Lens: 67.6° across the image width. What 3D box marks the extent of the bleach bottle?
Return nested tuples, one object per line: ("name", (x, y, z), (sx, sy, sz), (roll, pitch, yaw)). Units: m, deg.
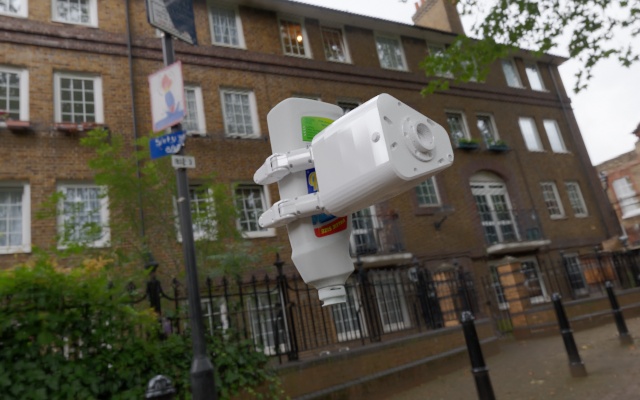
("bleach bottle", (0.000, 0.002, 0.590), (0.102, 0.250, 0.068), (3, -21, -39))
